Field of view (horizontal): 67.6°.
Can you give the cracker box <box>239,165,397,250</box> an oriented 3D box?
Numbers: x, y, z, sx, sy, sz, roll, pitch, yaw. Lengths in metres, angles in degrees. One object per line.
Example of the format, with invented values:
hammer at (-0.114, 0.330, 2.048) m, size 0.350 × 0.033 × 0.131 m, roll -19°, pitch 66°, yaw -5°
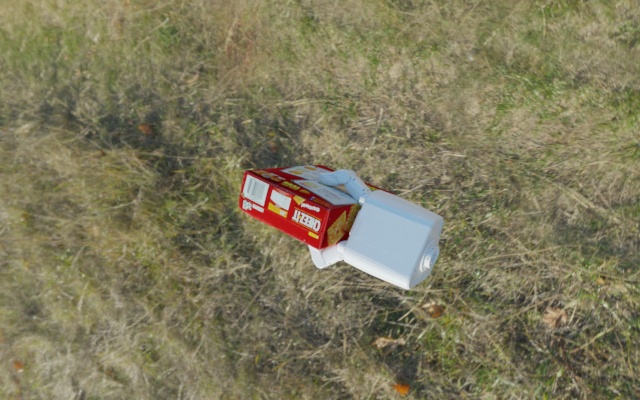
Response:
cracker box at (0.000, 0.002, 0.773) m, size 0.164 × 0.072 × 0.213 m, roll 24°, pitch 18°, yaw 29°
